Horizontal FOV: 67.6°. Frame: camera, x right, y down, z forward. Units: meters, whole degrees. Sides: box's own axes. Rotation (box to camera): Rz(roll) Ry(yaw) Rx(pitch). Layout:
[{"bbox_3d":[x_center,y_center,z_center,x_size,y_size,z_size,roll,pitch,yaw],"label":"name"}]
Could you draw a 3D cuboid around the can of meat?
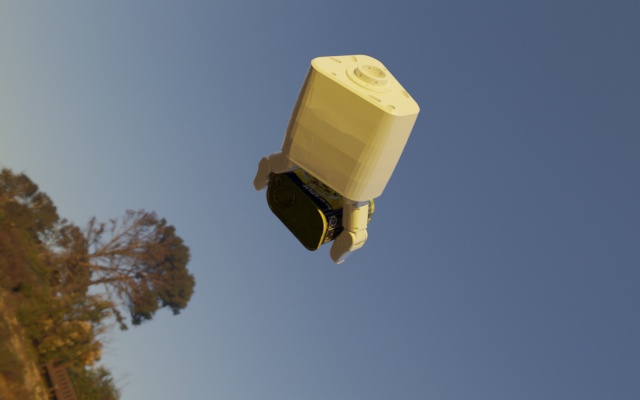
[{"bbox_3d":[0.000,0.002,0.563,0.084,0.057,0.102,-18,49,-39],"label":"can of meat"}]
